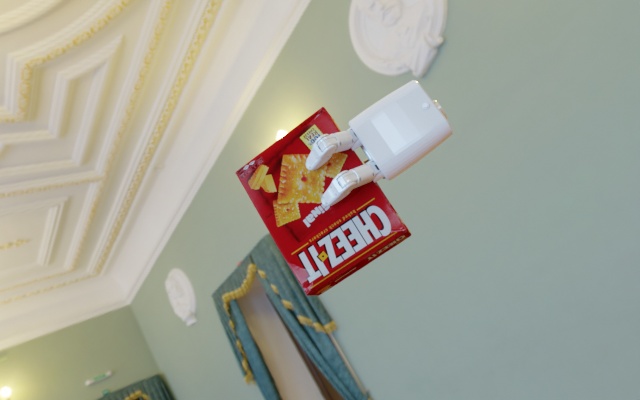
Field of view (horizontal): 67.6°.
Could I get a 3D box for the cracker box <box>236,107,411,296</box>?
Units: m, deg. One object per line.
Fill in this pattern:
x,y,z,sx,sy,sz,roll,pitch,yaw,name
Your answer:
0.000,0.002,0.679,0.164,0.213,0.072,-35,-17,8,cracker box
